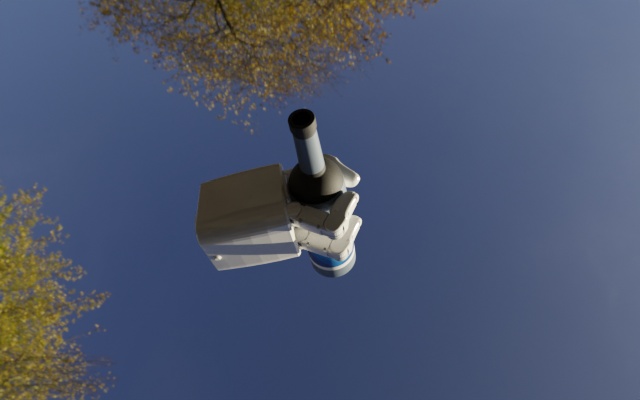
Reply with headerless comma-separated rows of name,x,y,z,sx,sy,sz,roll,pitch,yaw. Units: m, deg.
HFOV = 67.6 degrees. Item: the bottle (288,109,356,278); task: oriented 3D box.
bottle,0.000,0.002,0.587,0.069,0.069,0.296,0,-34,9
